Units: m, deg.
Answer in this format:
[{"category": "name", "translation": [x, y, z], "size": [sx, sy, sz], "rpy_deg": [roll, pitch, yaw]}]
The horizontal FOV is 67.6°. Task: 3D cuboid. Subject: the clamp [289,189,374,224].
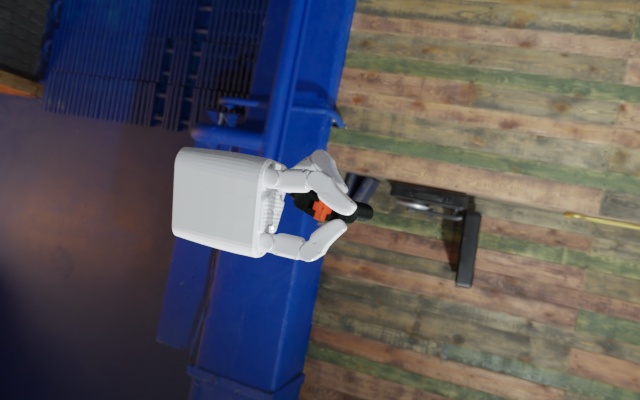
[{"category": "clamp", "translation": [0.000, 0.003, 0.600], "size": [0.120, 0.039, 0.171], "rpy_deg": [12, 0, 13]}]
